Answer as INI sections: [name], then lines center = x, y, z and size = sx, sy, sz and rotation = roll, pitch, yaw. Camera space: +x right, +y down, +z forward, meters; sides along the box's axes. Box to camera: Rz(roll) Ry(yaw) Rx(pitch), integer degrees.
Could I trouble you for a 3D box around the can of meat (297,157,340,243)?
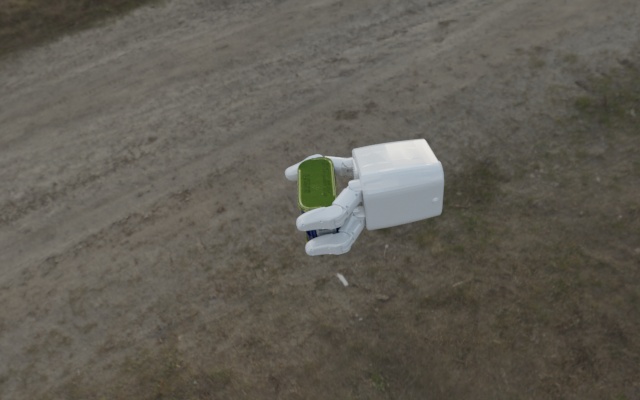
[can of meat]
center = 0.000, 0.002, 0.665
size = 0.057, 0.102, 0.084
rotation = -7, -41, 4
